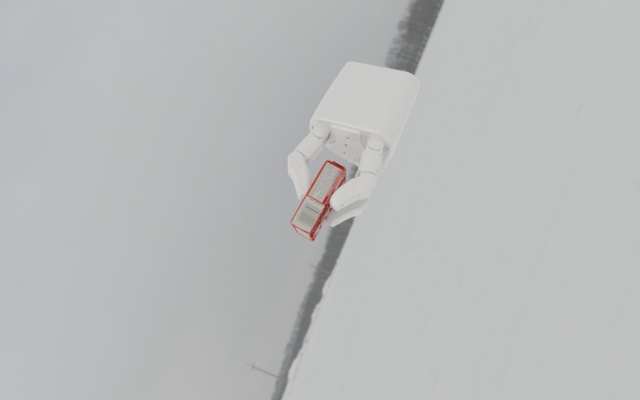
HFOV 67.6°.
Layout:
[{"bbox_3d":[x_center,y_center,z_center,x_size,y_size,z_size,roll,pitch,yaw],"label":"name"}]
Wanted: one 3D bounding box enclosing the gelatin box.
[{"bbox_3d":[0.000,0.002,0.579,0.030,0.089,0.073,29,-9,7],"label":"gelatin box"}]
